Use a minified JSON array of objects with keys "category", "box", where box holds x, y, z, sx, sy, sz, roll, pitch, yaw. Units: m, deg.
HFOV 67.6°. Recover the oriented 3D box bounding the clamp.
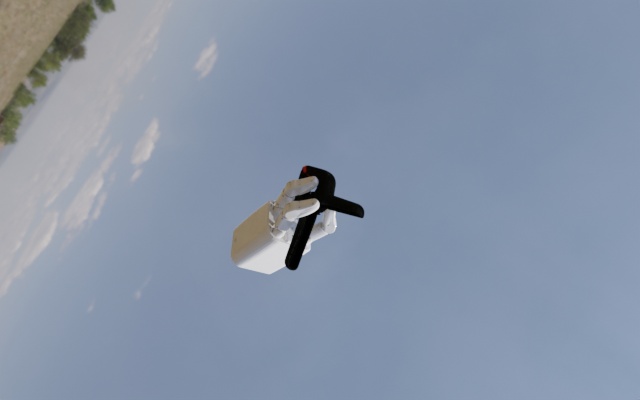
[{"category":"clamp","box":[0.000,0.003,0.825,0.164,0.209,0.036,-34,-53,26]}]
